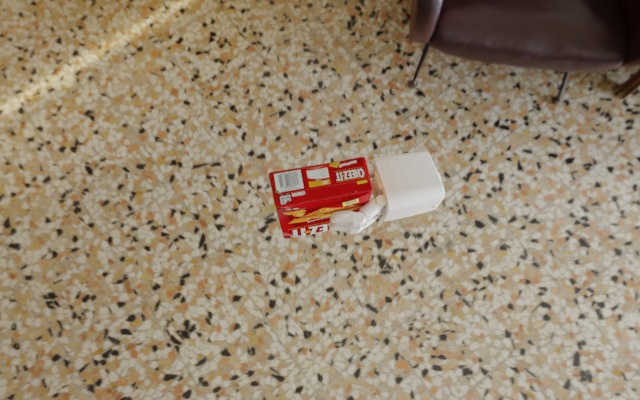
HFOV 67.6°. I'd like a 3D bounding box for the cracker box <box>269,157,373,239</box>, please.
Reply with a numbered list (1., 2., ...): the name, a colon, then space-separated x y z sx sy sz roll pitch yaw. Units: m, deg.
1. cracker box: 0.000 0.003 0.872 0.164 0.072 0.214 -10 -18 -4
